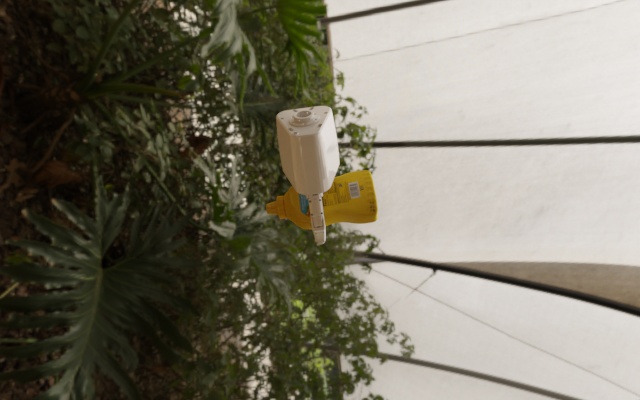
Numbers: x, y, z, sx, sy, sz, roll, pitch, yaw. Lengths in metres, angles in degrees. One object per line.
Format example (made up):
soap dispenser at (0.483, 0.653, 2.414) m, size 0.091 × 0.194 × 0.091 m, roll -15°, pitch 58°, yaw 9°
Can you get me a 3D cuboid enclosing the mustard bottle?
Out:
mustard bottle at (0.000, 0.003, 0.840) m, size 0.191 × 0.096 × 0.058 m, roll -7°, pitch -31°, yaw 0°
